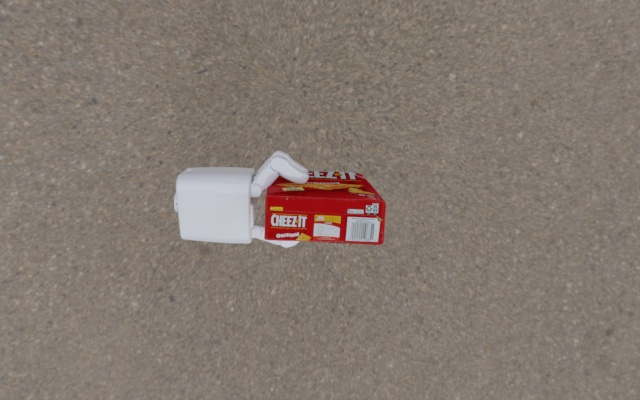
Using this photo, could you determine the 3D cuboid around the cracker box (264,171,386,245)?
[{"bbox_3d":[0.000,0.003,0.736,0.164,0.072,0.213,3,13,-4],"label":"cracker box"}]
